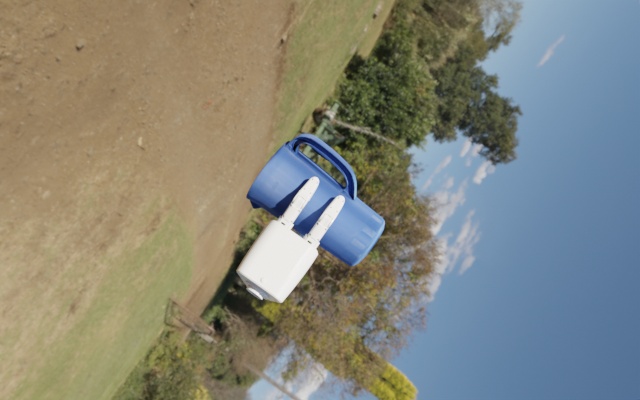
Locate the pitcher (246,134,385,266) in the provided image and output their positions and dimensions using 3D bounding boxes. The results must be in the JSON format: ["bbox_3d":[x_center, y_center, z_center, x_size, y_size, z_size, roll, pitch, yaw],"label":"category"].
[{"bbox_3d":[0.000,0.003,0.880,0.243,0.145,0.149,36,-20,0],"label":"pitcher"}]
